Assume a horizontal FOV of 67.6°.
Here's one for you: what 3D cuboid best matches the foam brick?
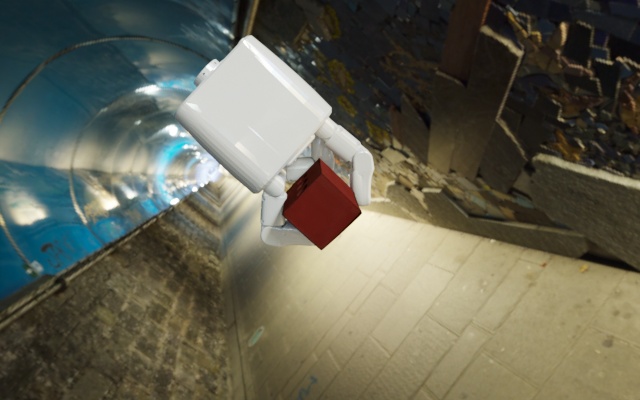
[{"bbox_3d":[0.000,0.002,0.453,0.051,0.053,0.078,44,9,-12],"label":"foam brick"}]
